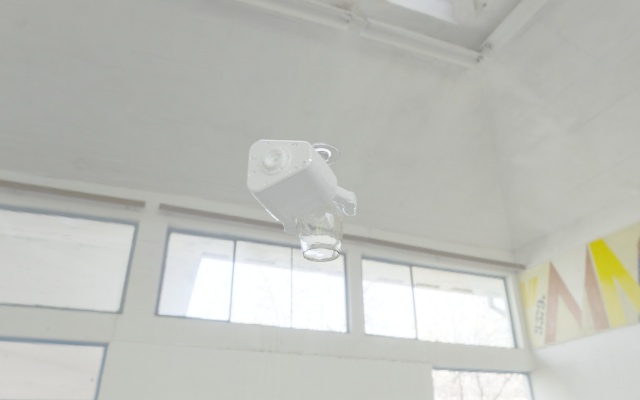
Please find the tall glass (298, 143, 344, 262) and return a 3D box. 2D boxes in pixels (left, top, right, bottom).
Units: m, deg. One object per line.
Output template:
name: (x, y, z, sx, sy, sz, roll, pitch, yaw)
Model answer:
tall glass: (0.000, 0.002, 0.831, 0.079, 0.201, 0.079, -1, -28, 0)
